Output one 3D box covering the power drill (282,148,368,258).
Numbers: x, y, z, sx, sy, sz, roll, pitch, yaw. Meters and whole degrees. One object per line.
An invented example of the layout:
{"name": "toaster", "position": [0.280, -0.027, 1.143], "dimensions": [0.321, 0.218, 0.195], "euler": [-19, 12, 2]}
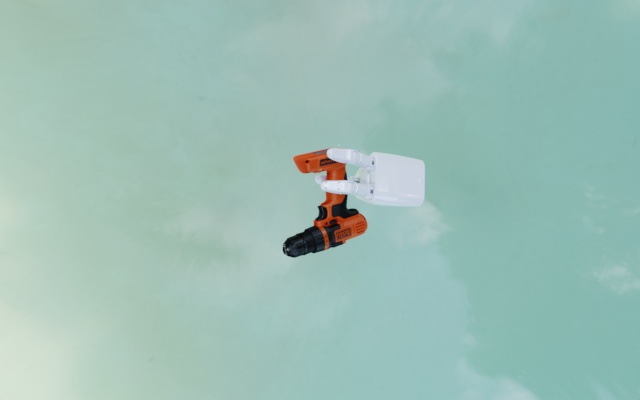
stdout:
{"name": "power drill", "position": [0.000, 0.002, 0.897], "dimensions": [0.184, 0.188, 0.057], "euler": [-18, 20, -31]}
